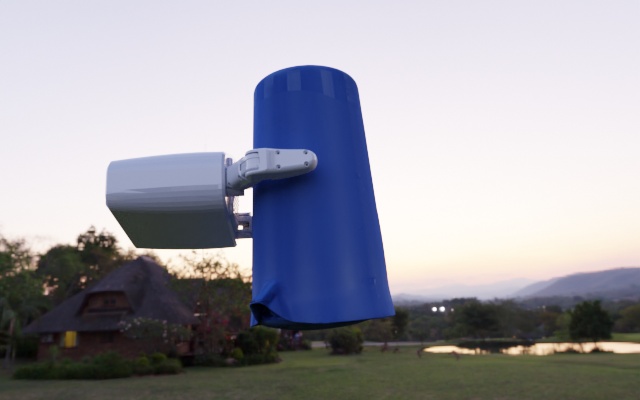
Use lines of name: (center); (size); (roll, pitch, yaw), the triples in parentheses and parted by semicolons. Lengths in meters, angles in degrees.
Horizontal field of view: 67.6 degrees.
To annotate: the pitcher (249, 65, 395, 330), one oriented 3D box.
pitcher: (0.000, 0.002, 0.473); (0.145, 0.242, 0.149); (-3, -12, -4)
